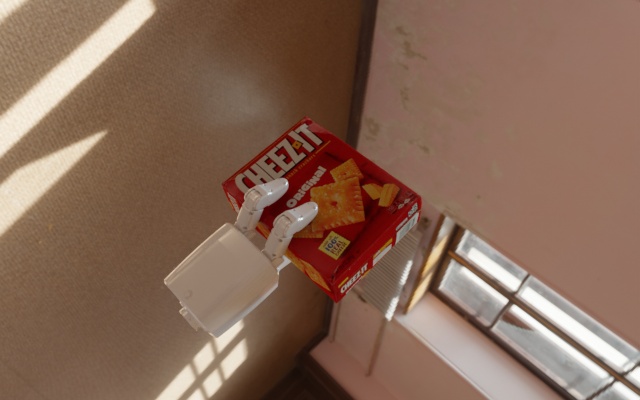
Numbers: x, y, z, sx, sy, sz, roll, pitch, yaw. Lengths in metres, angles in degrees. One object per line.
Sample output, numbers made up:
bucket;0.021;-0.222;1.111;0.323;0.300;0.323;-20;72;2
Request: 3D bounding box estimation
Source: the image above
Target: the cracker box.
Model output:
cracker box;0.000;0.002;0.635;0.213;0.164;0.072;39;-21;26
